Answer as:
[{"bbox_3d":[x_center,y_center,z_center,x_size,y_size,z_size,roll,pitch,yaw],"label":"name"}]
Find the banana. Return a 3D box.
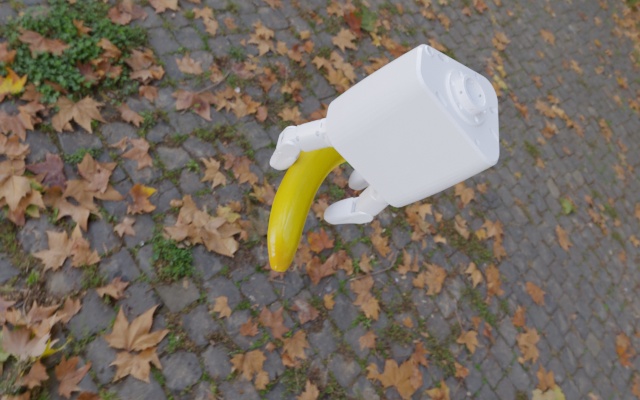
[{"bbox_3d":[-0.008,-0.015,0.499,0.037,0.070,0.197,-16,26,42],"label":"banana"}]
